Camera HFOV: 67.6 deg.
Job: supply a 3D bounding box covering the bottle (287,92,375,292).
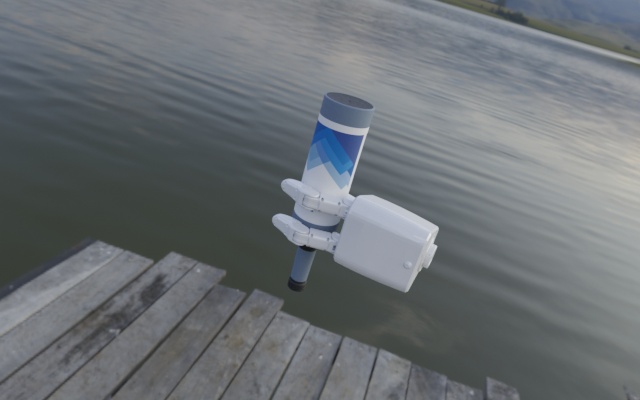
[{"bbox_3d":[0.000,0.002,0.665,0.069,0.296,0.069,13,25,-6],"label":"bottle"}]
